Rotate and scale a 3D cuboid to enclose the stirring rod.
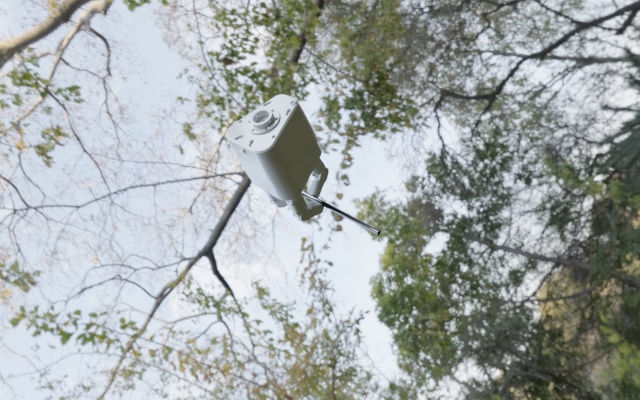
[{"bbox_3d":[0.000,0.003,0.778,0.239,0.011,0.011,28,17,36],"label":"stirring rod"}]
